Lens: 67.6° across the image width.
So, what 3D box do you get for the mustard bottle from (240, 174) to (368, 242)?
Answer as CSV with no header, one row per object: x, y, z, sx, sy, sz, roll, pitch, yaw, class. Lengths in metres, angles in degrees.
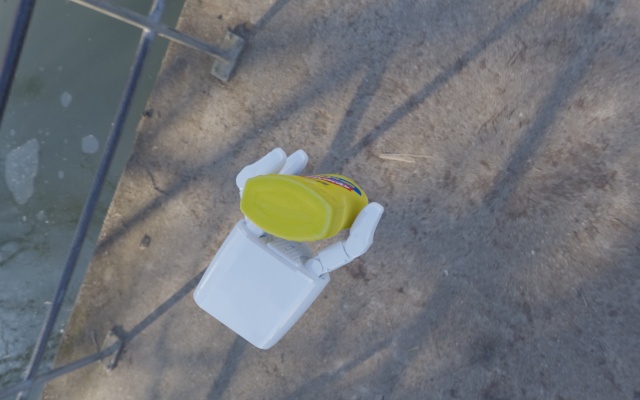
0.000,0.001,0.522,0.096,0.058,0.191,16,9,20,mustard bottle
